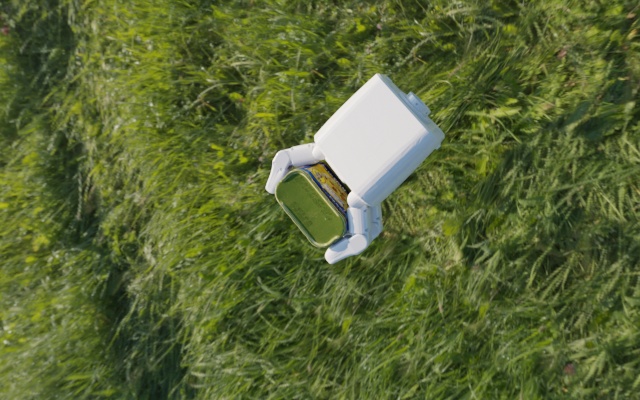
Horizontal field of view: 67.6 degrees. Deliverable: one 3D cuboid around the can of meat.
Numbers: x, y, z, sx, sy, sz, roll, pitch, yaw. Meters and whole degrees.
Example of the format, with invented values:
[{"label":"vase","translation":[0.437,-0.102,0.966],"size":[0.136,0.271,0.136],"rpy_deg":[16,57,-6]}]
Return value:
[{"label":"can of meat","translation":[0.000,0.002,0.586],"size":[0.057,0.102,0.084],"rpy_deg":[-41,-3,21]}]
